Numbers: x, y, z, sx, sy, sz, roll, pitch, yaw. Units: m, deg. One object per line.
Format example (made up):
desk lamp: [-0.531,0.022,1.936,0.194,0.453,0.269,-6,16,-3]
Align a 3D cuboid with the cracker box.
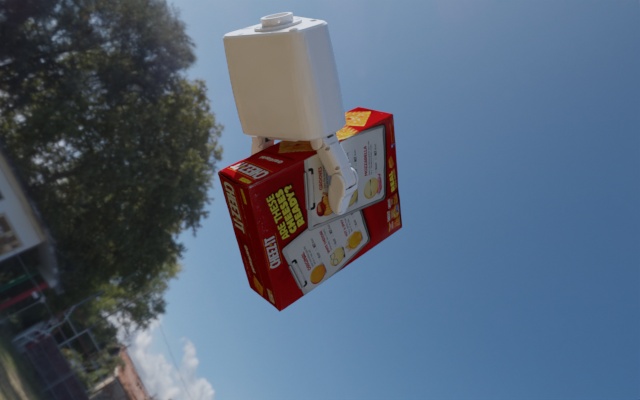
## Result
cracker box: [0.000,0.002,0.570,0.213,0.164,0.072,-29,35,-31]
